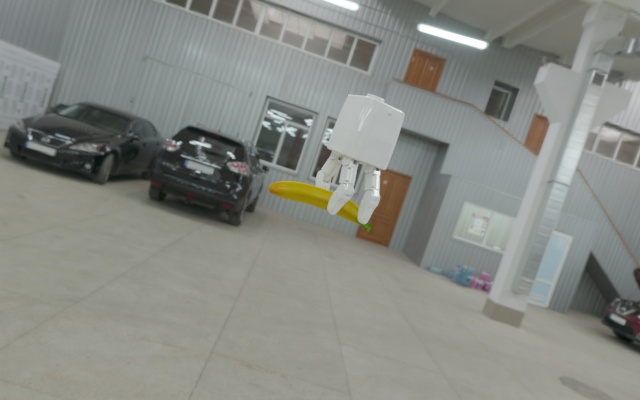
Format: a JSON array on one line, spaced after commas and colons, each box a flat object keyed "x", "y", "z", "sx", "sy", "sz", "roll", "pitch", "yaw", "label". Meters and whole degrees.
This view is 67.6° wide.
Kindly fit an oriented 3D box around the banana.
[{"x": 0.000, "y": -0.001, "z": 0.854, "sx": 0.198, "sy": 0.037, "sz": 0.069, "roll": 20, "pitch": 11, "yaw": -13, "label": "banana"}]
